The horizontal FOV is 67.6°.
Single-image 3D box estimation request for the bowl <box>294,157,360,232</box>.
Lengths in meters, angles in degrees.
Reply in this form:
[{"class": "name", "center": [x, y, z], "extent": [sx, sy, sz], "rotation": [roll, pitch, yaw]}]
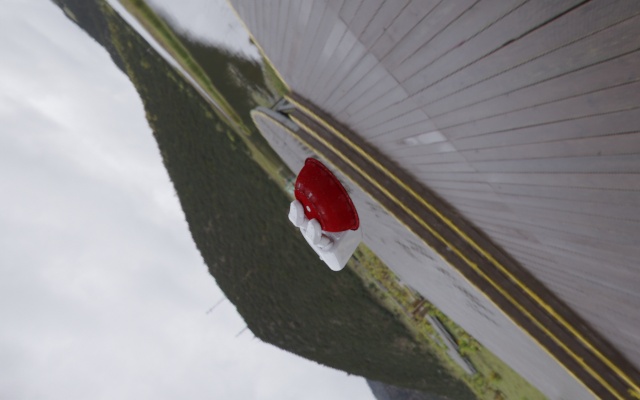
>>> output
[{"class": "bowl", "center": [-0.001, 0.002, 0.875], "extent": [0.055, 0.162, 0.162], "rotation": [-35, 11, -16]}]
